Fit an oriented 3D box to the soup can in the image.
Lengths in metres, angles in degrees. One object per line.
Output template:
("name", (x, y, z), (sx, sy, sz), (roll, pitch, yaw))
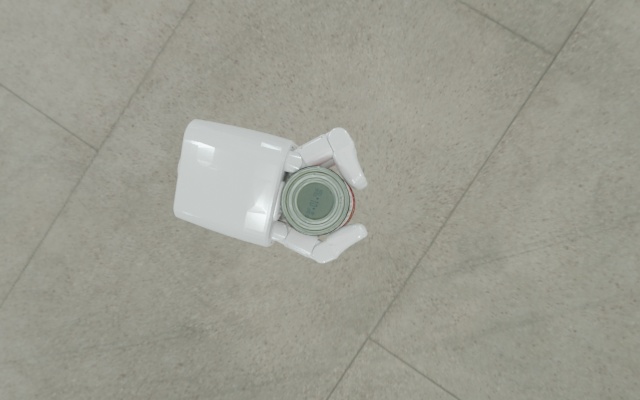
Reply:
("soup can", (0.000, 0.002, 0.492), (0.068, 0.068, 0.102), (0, -2, 6))
